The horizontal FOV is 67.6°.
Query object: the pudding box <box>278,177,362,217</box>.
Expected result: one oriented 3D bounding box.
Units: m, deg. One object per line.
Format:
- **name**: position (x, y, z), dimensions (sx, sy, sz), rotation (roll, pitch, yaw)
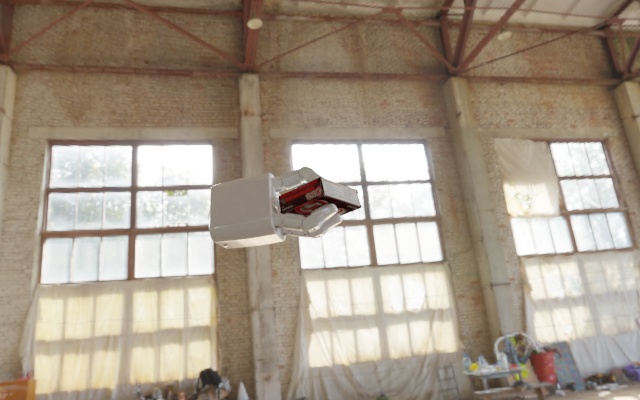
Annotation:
- **pudding box**: position (0.000, 0.002, 0.787), dimensions (0.090, 0.039, 0.113), rotation (-22, -20, 31)
